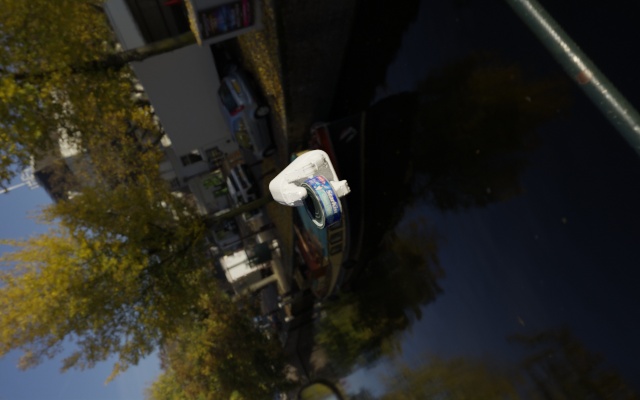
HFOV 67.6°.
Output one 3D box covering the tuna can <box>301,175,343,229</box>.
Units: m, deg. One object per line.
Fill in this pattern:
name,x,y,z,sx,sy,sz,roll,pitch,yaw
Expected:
tuna can,0.000,0.003,0.791,0.034,0.086,0.086,-24,8,-19
